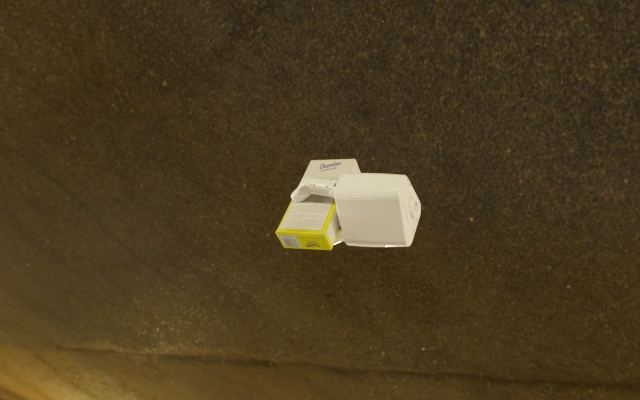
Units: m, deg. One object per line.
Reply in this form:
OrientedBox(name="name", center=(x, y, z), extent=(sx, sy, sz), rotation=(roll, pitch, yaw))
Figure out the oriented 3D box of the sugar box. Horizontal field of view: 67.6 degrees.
OrientedBox(name="sugar box", center=(0.000, 0.003, 0.816), extent=(0.093, 0.048, 0.176), rotation=(1, 44, 28))
